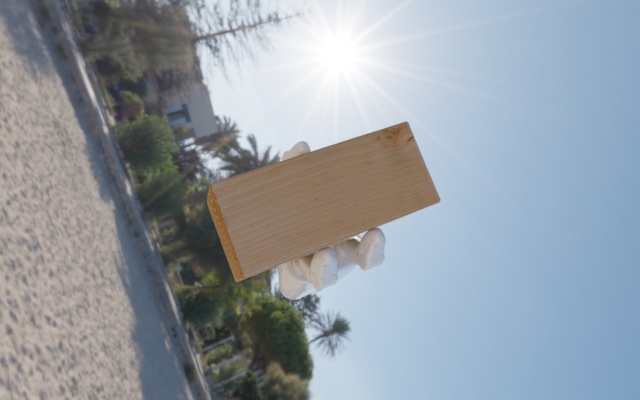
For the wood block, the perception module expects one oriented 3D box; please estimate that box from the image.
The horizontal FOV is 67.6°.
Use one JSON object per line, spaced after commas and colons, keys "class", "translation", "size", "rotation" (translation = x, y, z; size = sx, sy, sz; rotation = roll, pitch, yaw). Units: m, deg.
{"class": "wood block", "translation": [0.000, 0.001, 0.484], "size": [0.206, 0.091, 0.090], "rotation": [-20, -6, -18]}
